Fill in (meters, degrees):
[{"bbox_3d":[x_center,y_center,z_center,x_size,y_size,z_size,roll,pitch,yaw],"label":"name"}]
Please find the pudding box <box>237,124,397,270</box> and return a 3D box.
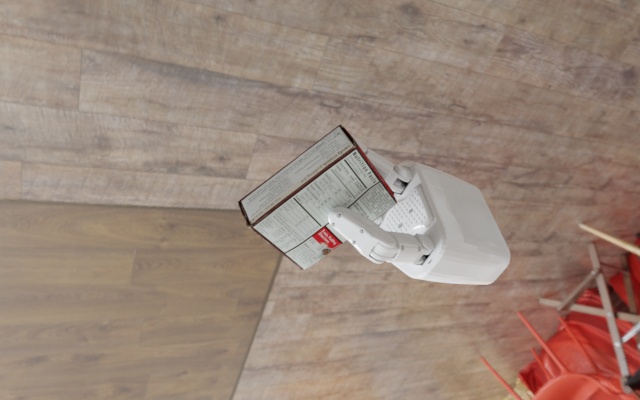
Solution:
[{"bbox_3d":[0.000,0.002,0.418,0.090,0.113,0.039,47,7,-44],"label":"pudding box"}]
